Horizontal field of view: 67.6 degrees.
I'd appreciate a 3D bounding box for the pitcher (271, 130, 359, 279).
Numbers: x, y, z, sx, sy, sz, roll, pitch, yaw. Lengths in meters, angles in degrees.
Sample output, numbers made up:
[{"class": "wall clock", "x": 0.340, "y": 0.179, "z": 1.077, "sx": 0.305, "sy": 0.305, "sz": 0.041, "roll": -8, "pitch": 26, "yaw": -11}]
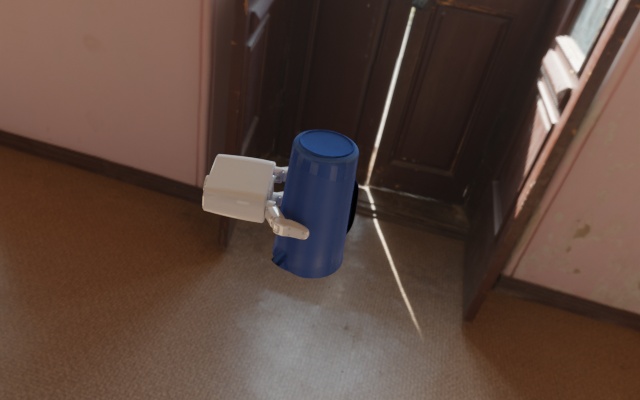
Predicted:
[{"class": "pitcher", "x": 0.000, "y": 0.003, "z": 0.833, "sx": 0.145, "sy": 0.243, "sz": 0.149, "roll": 9, "pitch": 35, "yaw": -2}]
